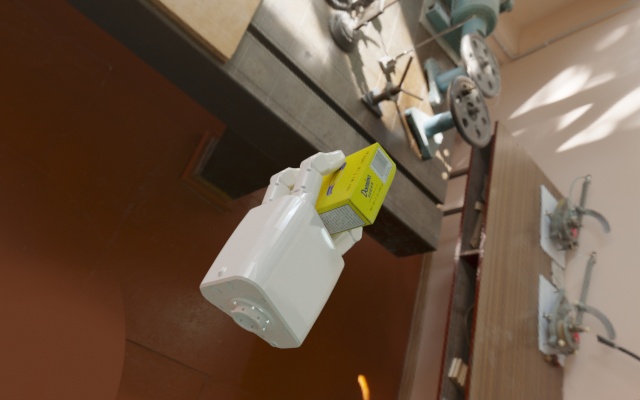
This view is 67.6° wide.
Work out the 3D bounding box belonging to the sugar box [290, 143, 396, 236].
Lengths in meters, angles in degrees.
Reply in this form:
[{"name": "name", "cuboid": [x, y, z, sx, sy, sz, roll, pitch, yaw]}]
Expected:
[{"name": "sugar box", "cuboid": [0.000, 0.002, 0.562, 0.176, 0.048, 0.093, -19, 32, 44]}]
